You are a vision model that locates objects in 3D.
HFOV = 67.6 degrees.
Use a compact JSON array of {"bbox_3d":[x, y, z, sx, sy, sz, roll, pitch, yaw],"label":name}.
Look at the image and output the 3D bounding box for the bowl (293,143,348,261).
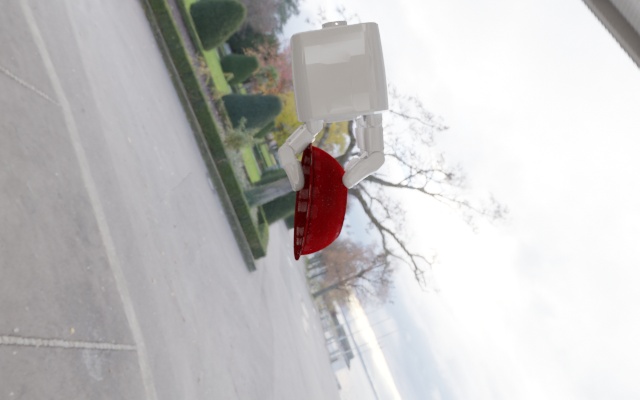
[{"bbox_3d":[0.000,0.003,0.638,0.055,0.162,0.162,6,-1,-8],"label":"bowl"}]
